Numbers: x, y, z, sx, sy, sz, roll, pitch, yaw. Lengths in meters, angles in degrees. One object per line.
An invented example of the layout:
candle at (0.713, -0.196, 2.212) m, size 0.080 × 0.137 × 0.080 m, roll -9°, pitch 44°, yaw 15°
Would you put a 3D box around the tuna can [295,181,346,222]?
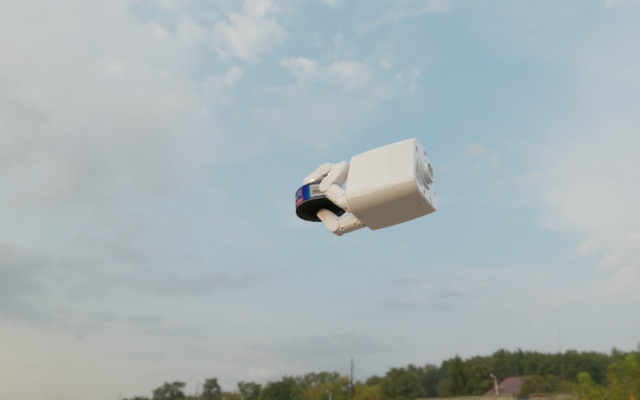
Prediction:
tuna can at (0.000, 0.002, 0.796) m, size 0.086 × 0.033 × 0.086 m, roll -4°, pitch -29°, yaw -2°
